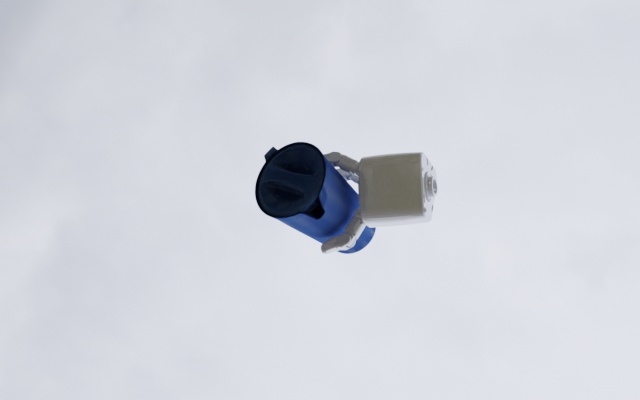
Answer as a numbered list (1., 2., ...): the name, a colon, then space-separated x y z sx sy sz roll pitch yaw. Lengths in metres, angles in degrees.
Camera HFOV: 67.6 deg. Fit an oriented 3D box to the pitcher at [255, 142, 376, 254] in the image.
1. pitcher: 0.000 0.003 0.847 0.145 0.149 0.243 -5 -25 29
